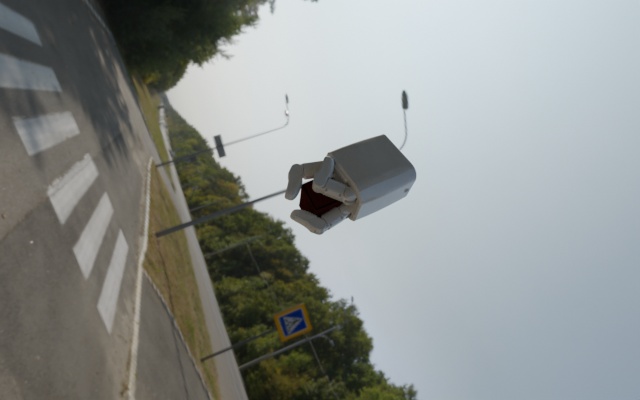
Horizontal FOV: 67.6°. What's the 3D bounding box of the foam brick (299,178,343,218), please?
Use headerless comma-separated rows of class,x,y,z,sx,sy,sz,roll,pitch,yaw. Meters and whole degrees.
foam brick,0.000,0.003,0.782,0.051,0.053,0.078,-24,-21,-16
